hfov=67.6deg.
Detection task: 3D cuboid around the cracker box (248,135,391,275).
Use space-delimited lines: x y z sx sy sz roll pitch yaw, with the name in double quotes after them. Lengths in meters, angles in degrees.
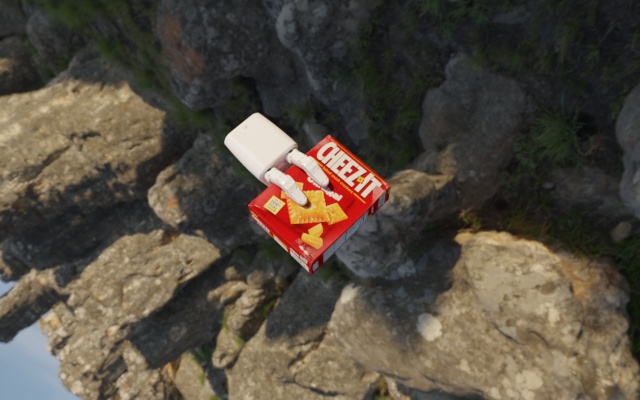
0.000 0.003 0.891 0.164 0.213 0.072 42 -18 17 "cracker box"
